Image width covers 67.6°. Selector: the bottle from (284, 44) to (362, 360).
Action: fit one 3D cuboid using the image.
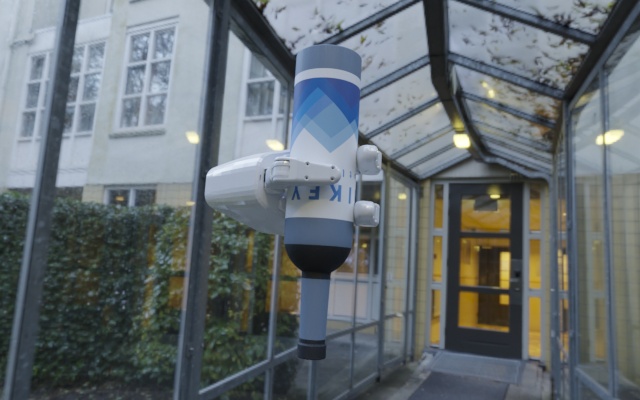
[{"bbox_3d":[0.000,0.001,0.466,0.069,0.295,0.069,3,-8,0],"label":"bottle"}]
